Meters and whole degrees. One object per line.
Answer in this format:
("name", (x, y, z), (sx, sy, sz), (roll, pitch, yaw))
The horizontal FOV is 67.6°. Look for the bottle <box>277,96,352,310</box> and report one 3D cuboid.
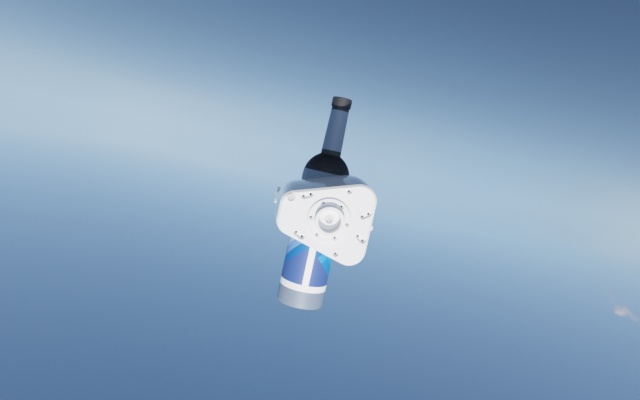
("bottle", (0.000, 0.002, 0.674), (0.069, 0.296, 0.069), (12, 6, -1))
